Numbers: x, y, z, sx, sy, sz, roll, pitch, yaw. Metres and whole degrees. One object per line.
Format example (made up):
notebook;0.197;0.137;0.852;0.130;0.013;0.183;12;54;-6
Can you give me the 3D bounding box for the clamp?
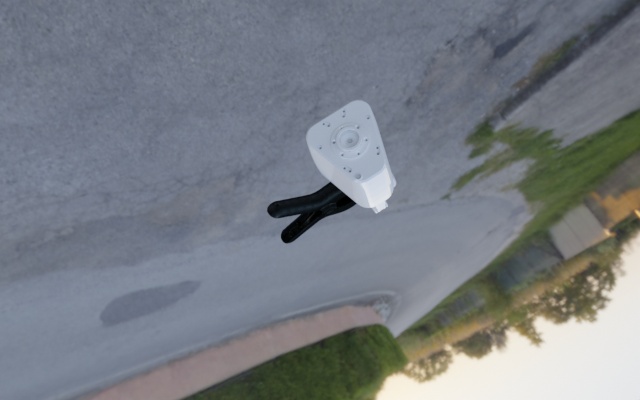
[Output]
clamp;0.001;0.003;0.713;0.171;0.039;0.120;-32;-20;1
